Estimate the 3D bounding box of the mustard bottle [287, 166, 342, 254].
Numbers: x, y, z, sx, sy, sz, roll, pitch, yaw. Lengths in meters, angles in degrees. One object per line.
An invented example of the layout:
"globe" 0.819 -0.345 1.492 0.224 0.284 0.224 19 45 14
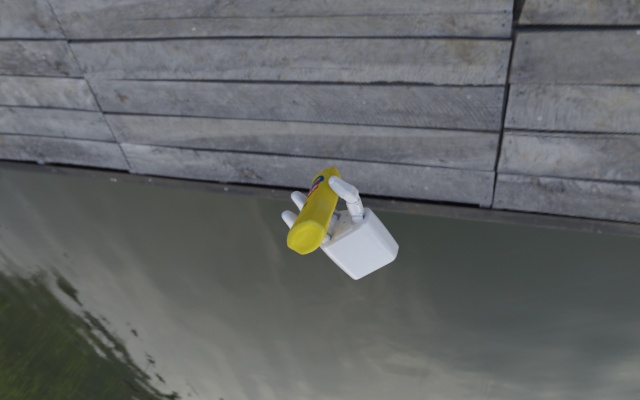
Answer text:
"mustard bottle" 0.000 0.003 0.878 0.058 0.191 0.096 30 -44 -7
